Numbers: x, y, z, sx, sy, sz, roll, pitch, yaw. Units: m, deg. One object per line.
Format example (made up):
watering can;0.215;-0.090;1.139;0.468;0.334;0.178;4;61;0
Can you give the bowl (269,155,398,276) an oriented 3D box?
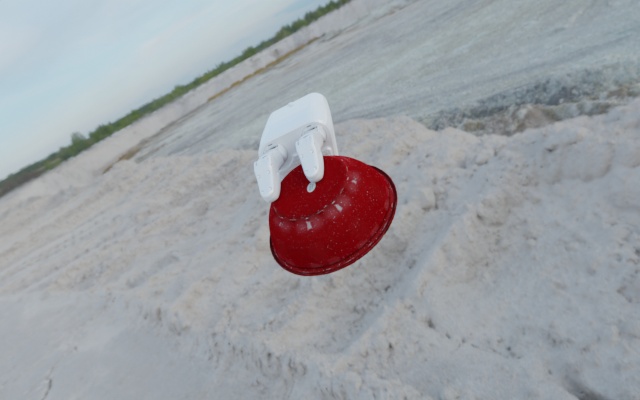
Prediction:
bowl;0.000;0.002;0.528;0.162;0.162;0.055;0;-39;35
